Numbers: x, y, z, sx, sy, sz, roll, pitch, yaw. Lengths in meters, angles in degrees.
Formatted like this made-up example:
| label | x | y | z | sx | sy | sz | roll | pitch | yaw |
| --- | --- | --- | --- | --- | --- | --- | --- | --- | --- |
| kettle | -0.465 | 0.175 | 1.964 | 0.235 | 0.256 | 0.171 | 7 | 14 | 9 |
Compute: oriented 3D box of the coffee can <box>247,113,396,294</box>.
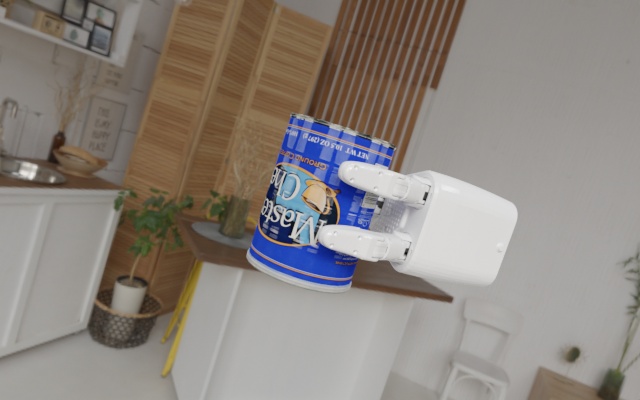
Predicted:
| label | x | y | z | sx | sy | sz | roll | pitch | yaw |
| --- | --- | --- | --- | --- | --- | --- | --- | --- | --- |
| coffee can | 0.000 | 0.002 | 0.447 | 0.103 | 0.140 | 0.103 | 18 | 6 | -2 |
